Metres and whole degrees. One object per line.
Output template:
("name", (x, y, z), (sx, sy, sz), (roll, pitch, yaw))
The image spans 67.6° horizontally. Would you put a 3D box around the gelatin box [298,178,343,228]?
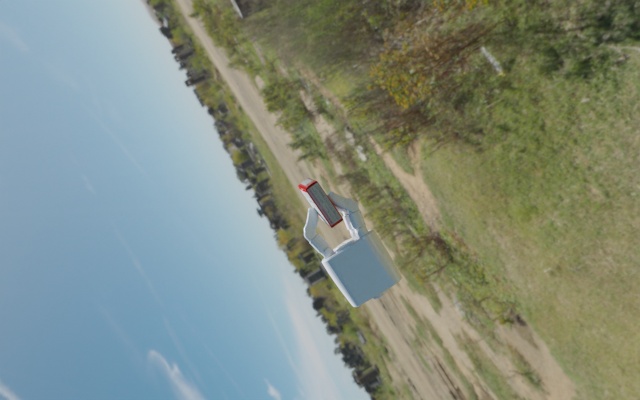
("gelatin box", (0.000, 0.003, 0.882), (0.030, 0.089, 0.073), (-37, 13, -6))
